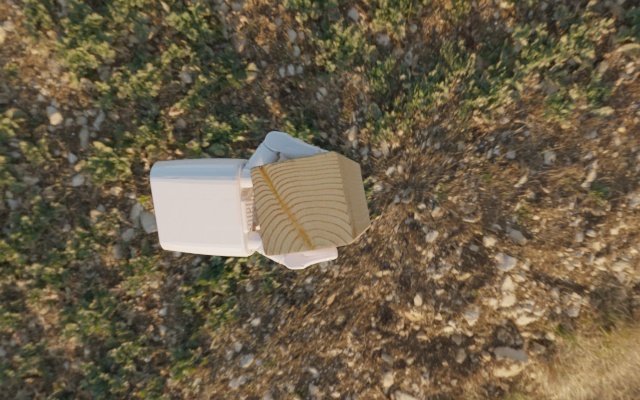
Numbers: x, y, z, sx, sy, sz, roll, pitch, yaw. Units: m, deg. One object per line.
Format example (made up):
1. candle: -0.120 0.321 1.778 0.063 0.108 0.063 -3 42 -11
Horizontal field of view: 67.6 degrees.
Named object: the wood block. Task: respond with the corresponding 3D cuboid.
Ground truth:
1. wood block: 0.000 0.002 0.553 0.090 0.091 0.206 -10 0 11
